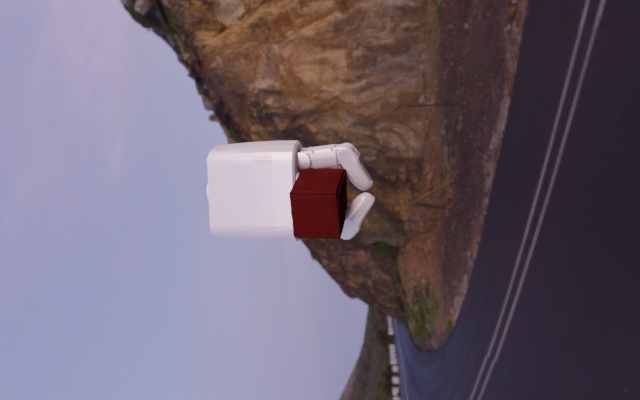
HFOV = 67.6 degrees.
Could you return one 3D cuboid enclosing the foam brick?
[{"bbox_3d":[0.000,0.002,0.521,0.051,0.053,0.078,0,23,9],"label":"foam brick"}]
